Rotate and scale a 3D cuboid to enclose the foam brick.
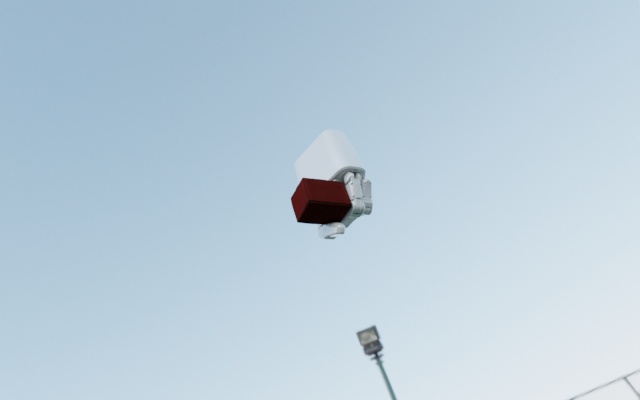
[{"bbox_3d":[0.000,0.002,0.756,0.078,0.051,0.053,6,-43,-29],"label":"foam brick"}]
